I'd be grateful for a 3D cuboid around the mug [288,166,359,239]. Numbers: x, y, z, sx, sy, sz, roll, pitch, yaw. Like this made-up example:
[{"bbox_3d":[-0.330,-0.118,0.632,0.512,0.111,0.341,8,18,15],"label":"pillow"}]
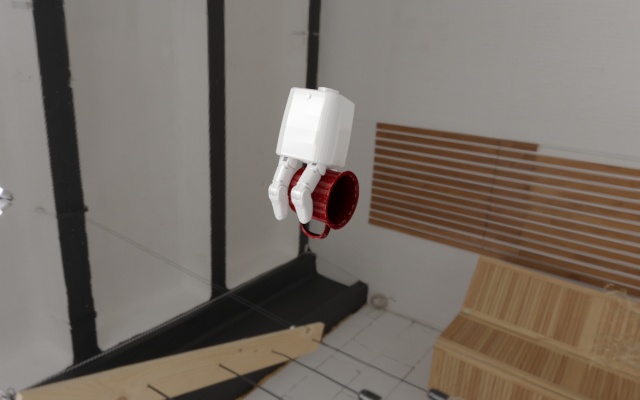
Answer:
[{"bbox_3d":[0.000,0.004,0.755,0.081,0.117,0.093,16,7,33],"label":"mug"}]
